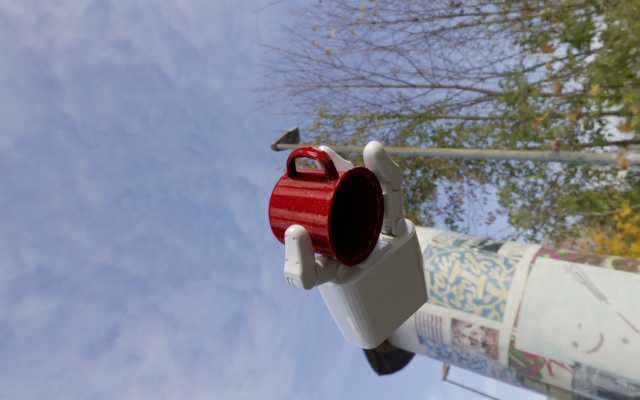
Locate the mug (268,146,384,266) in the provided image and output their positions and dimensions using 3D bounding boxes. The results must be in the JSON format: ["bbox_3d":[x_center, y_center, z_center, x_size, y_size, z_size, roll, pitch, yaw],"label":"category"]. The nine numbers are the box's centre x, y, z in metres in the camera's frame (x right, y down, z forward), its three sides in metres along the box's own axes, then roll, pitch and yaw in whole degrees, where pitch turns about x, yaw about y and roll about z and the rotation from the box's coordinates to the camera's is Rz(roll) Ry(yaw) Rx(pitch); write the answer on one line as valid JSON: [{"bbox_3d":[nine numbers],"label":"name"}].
[{"bbox_3d":[-0.001,0.000,0.459,0.081,0.117,0.093,7,41,38],"label":"mug"}]
